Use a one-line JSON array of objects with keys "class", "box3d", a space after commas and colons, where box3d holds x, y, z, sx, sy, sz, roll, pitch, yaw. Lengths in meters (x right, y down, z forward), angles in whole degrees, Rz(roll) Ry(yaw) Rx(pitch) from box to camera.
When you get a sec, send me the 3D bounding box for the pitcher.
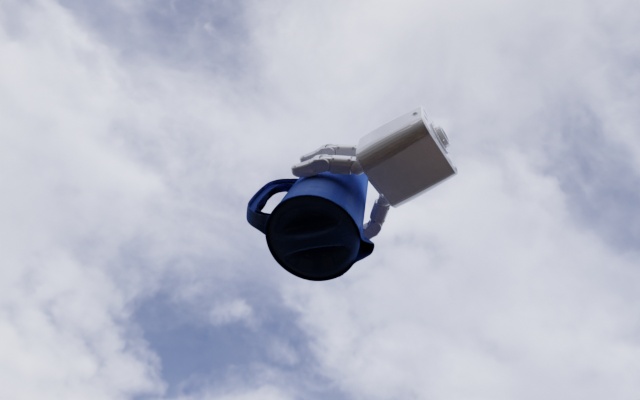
[{"class": "pitcher", "box3d": [0.000, 0.002, 0.743, 0.145, 0.149, 0.242, -30, 16, 22]}]
